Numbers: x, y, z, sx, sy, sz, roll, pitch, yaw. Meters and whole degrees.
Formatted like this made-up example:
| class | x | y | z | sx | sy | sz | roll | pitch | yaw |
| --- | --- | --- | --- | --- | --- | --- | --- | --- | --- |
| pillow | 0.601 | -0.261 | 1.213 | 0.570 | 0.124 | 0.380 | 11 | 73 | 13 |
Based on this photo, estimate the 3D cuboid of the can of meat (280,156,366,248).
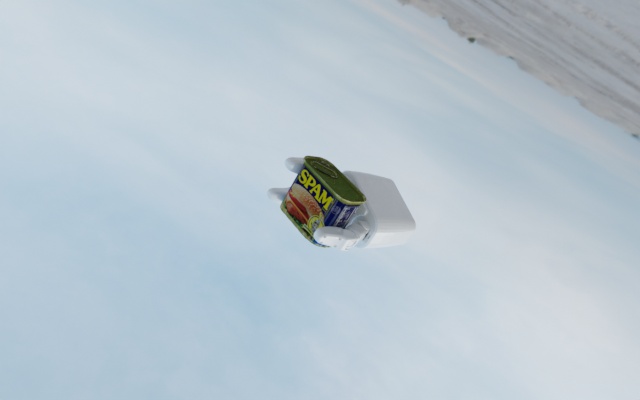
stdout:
| class | x | y | z | sx | sy | sz | roll | pitch | yaw |
| --- | --- | --- | --- | --- | --- | --- | --- | --- | --- |
| can of meat | 0.000 | 0.002 | 0.654 | 0.057 | 0.084 | 0.102 | 0 | 39 | -48 |
